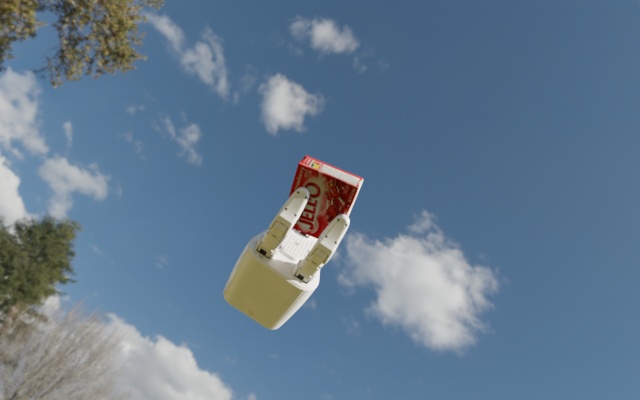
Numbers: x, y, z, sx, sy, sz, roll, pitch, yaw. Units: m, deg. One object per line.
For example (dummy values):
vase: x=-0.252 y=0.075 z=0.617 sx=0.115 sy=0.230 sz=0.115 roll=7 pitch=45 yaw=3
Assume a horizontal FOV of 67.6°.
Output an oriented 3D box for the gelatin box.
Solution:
gelatin box: x=0.000 y=0.001 z=0.558 sx=0.073 sy=0.089 sz=0.030 roll=23 pitch=32 yaw=6
